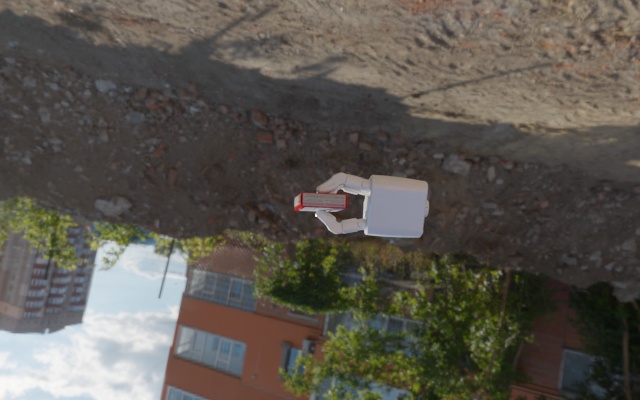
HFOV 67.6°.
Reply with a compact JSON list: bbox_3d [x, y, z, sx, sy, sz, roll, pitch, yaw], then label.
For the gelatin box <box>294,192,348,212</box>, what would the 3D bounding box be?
[{"bbox_3d":[0.000,0.003,0.900,0.089,0.030,0.073,2,-6,-13],"label":"gelatin box"}]
